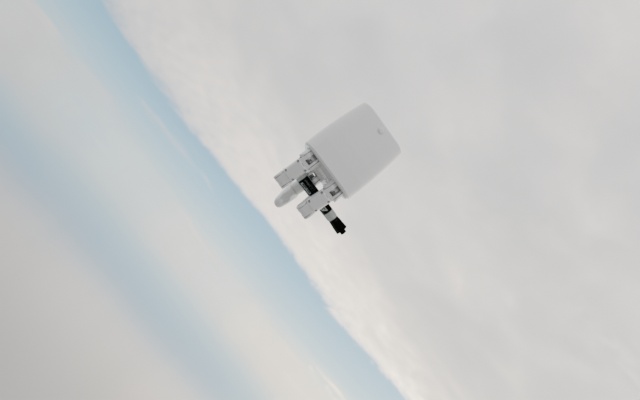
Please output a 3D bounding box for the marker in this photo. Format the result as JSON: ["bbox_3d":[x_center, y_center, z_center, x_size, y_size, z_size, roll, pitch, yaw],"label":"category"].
[{"bbox_3d":[0.000,0.002,0.724,0.020,0.121,0.020,-36,9,7],"label":"marker"}]
